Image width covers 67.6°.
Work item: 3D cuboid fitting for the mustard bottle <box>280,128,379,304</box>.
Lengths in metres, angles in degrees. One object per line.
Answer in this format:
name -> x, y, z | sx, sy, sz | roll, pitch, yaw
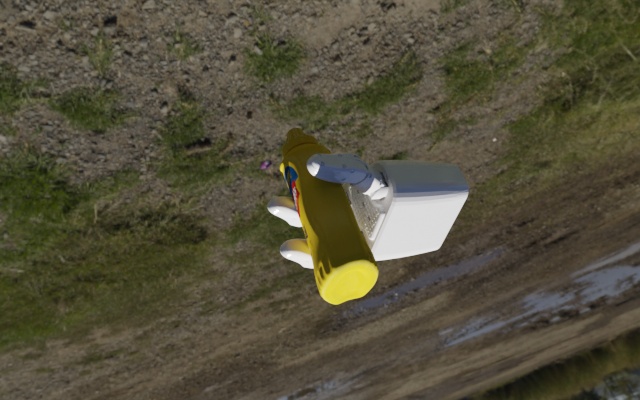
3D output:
mustard bottle -> 0.000, 0.002, 0.487 | 0.058, 0.191, 0.096 | -17, -30, -6
